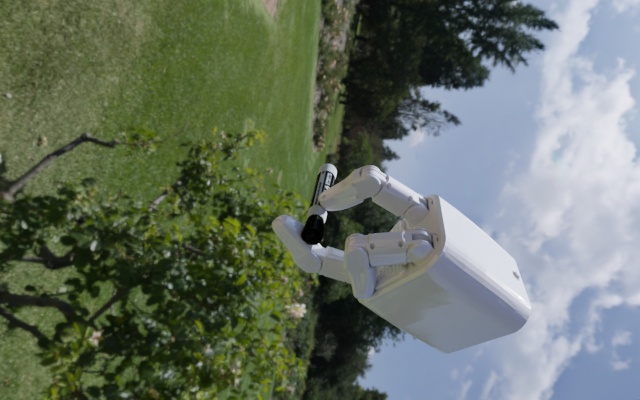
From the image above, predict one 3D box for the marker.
[{"bbox_3d":[0.000,0.001,0.450,0.020,0.020,0.121,0,32,9],"label":"marker"}]
